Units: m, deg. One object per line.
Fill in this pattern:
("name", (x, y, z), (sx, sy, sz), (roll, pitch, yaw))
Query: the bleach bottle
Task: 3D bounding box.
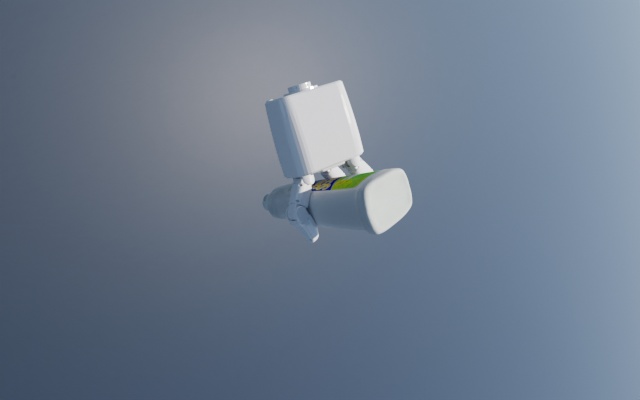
("bleach bottle", (0.000, 0.002, 0.684), (0.251, 0.068, 0.102), (-3, 21, 45))
